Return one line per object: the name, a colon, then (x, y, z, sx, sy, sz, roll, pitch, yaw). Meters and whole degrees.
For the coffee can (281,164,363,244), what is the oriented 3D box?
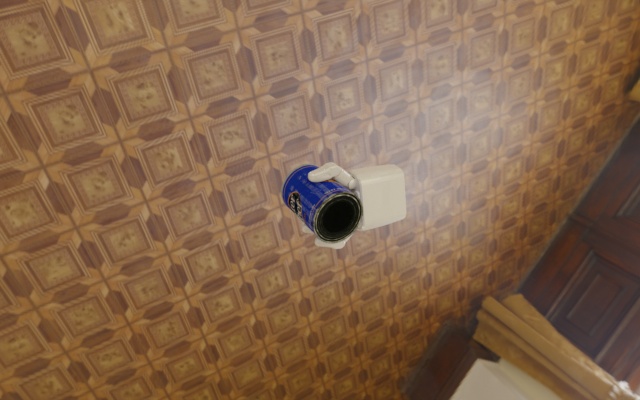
coffee can: (0.000, 0.003, 0.898, 0.103, 0.103, 0.140, 0, 24, -31)
